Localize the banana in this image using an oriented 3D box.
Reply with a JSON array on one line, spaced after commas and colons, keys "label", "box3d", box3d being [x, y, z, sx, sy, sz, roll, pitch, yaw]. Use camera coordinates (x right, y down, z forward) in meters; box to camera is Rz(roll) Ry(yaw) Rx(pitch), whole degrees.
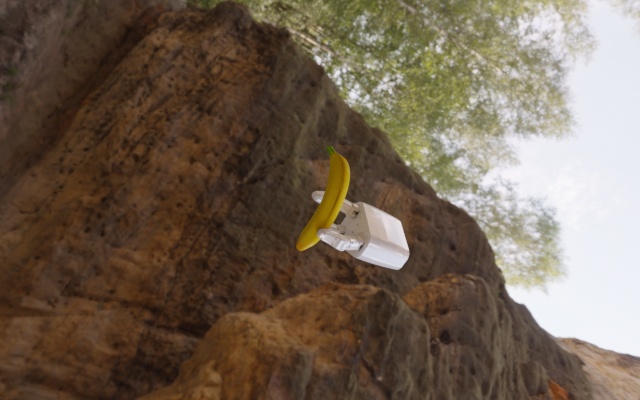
[{"label": "banana", "box3d": [0.011, 0.003, 0.847, 0.037, 0.198, 0.069, 20, -1, -32]}]
